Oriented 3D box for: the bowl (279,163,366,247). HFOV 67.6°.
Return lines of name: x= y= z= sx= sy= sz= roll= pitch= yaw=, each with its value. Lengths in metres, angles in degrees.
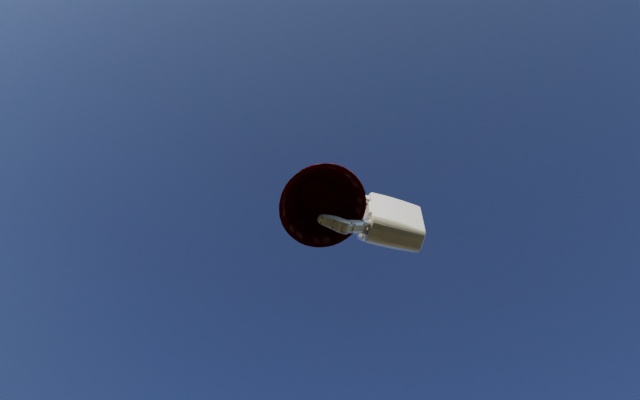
bowl: x=-0.001 y=0.002 z=0.882 sx=0.162 sy=0.162 sz=0.055 roll=0 pitch=20 yaw=-13
